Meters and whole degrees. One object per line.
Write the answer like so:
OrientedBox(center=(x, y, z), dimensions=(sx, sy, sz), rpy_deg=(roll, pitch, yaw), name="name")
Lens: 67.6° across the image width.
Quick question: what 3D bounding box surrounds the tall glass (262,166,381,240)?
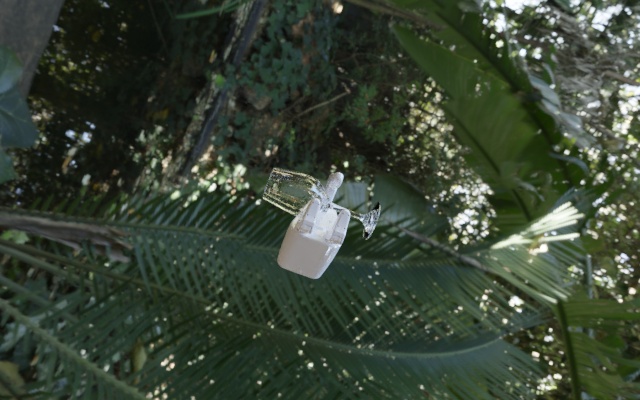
OrientedBox(center=(0.001, 0.003, 0.850), dimensions=(0.201, 0.079, 0.079), rpy_deg=(21, -3, -6), name="tall glass")
